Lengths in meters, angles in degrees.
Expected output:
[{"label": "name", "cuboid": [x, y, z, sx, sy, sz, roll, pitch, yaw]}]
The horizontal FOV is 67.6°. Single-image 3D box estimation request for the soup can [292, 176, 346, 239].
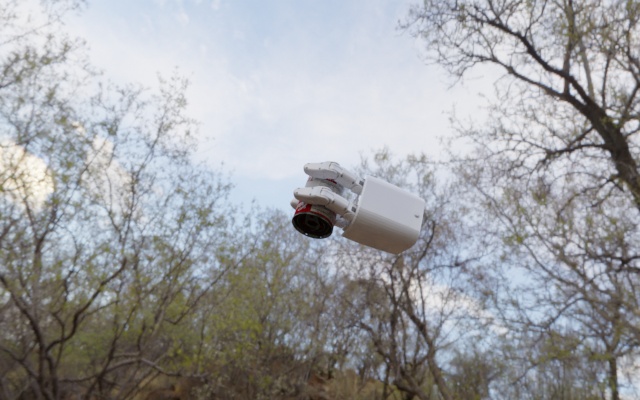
[{"label": "soup can", "cuboid": [0.000, 0.002, 0.786, 0.068, 0.102, 0.069, 13, -36, 9]}]
